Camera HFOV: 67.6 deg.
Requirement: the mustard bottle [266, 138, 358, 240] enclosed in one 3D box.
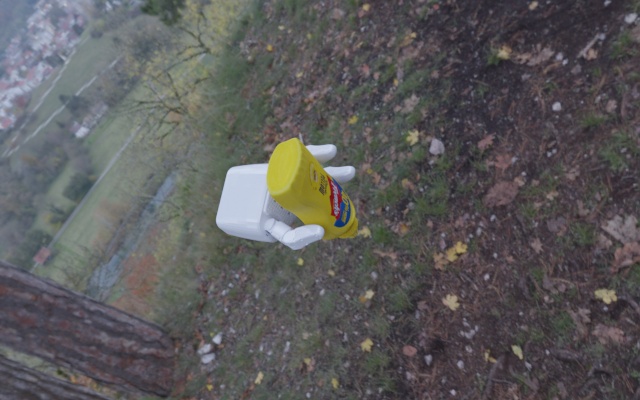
[{"bbox_3d":[0.000,0.002,0.694,0.058,0.096,0.192,-19,-43,26],"label":"mustard bottle"}]
